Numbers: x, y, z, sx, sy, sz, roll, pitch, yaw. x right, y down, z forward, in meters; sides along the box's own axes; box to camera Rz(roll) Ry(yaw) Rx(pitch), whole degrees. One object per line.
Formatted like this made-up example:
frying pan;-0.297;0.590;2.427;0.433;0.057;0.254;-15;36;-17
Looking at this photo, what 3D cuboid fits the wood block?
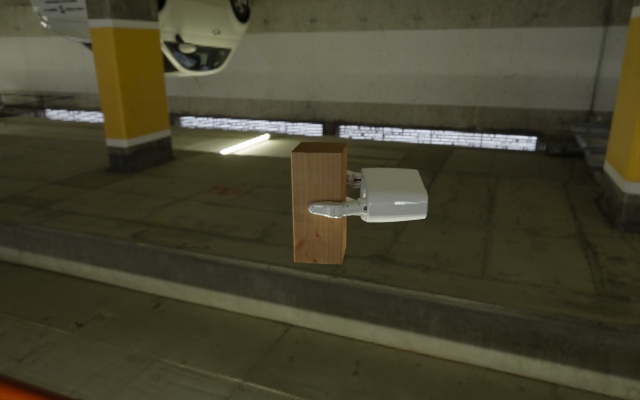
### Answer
wood block;0.000;0.003;0.875;0.090;0.206;0.090;2;18;8
